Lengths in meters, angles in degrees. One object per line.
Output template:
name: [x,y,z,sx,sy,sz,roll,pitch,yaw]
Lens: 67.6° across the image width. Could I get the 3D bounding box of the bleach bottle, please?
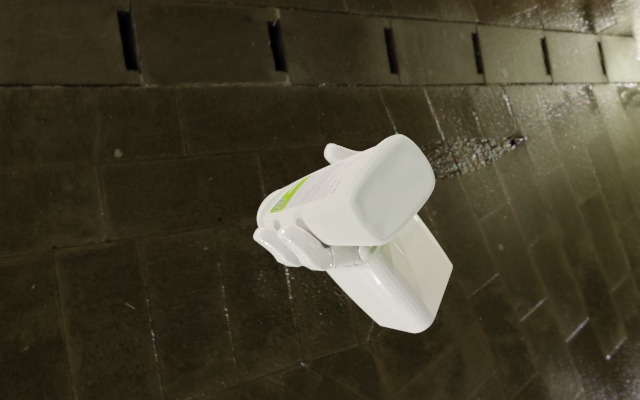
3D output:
bleach bottle: [0.000,0.002,0.513,0.102,0.068,0.251,-47,18,-25]
